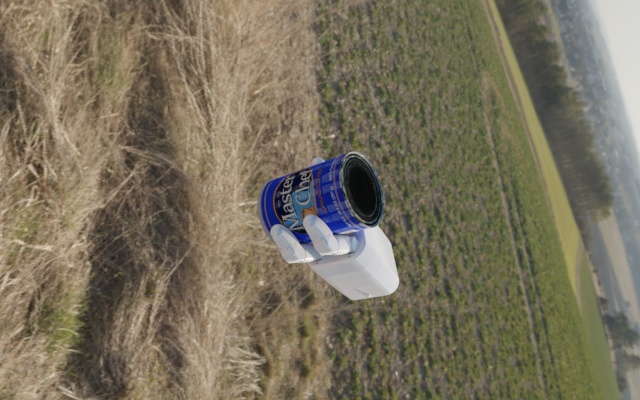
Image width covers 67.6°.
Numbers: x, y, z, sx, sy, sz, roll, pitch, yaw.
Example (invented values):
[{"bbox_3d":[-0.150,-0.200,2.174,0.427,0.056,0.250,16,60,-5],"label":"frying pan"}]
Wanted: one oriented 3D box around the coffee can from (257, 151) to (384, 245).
[{"bbox_3d":[0.000,0.002,0.648,0.140,0.103,0.103,-17,-10,33],"label":"coffee can"}]
